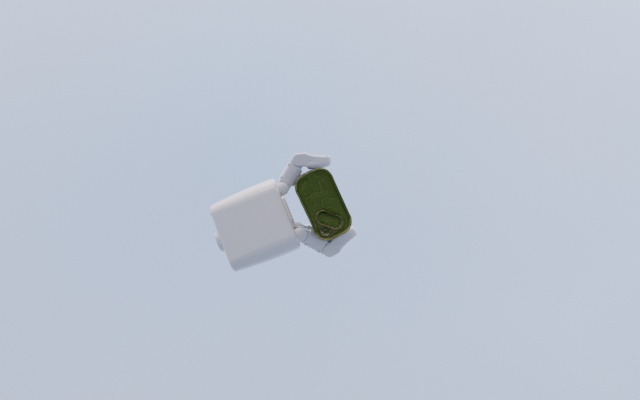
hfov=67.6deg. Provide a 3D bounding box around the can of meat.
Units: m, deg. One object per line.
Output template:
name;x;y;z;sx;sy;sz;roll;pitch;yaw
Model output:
can of meat;0.000;0.002;0.718;0.057;0.102;0.084;-26;7;-4
